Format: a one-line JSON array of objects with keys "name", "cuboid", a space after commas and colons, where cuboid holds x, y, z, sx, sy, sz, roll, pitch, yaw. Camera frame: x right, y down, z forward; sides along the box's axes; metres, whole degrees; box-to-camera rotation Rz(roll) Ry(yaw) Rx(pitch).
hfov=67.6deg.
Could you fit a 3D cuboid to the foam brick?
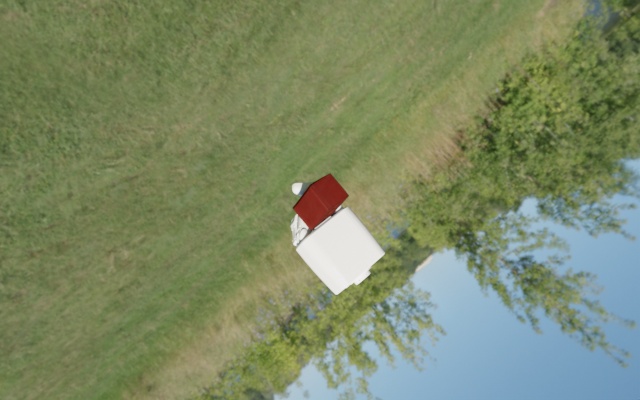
[{"name": "foam brick", "cuboid": [0.000, 0.002, 0.790, 0.053, 0.051, 0.078, -33, -11, -38]}]
